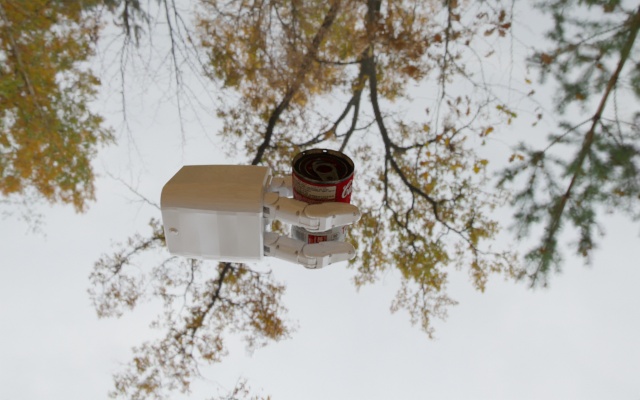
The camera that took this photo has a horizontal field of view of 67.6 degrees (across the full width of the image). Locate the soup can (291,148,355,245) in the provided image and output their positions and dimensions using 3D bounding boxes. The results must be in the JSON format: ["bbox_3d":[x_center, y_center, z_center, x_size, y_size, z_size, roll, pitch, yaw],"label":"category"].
[{"bbox_3d":[0.001,0.002,0.540,0.068,0.102,0.068,3,36,-2],"label":"soup can"}]
